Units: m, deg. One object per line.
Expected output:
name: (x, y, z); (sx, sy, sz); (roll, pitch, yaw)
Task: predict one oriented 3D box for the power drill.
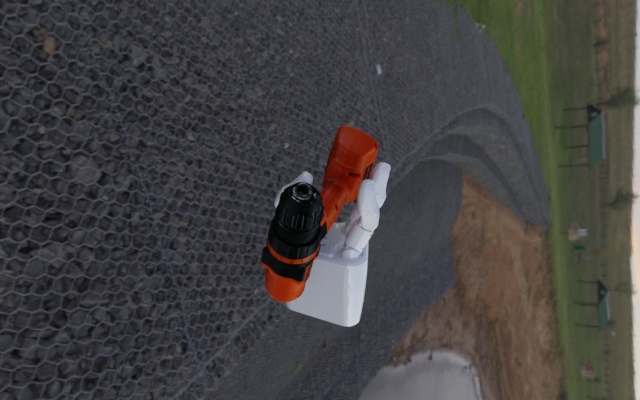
power drill: (0.000, 0.002, 0.524); (0.057, 0.187, 0.185); (28, -38, 9)
